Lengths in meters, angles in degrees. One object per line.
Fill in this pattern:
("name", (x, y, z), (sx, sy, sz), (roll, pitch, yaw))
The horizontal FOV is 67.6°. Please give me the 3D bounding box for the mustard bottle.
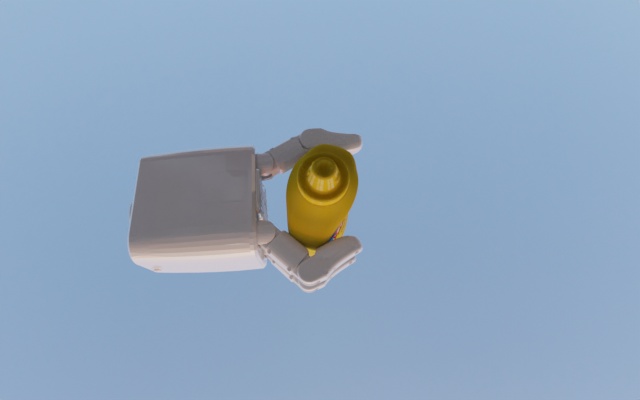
("mustard bottle", (0.000, 0.002, 0.441), (0.058, 0.096, 0.192), (19, -15, 5))
